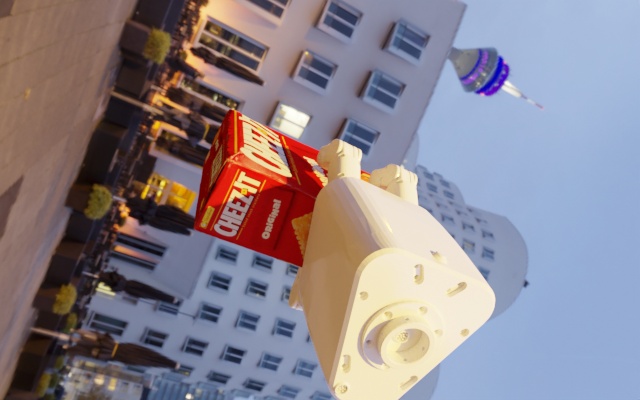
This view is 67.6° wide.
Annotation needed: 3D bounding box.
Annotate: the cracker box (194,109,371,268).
[{"bbox_3d":[0.000,0.002,0.448,0.214,0.072,0.164,23,17,-19],"label":"cracker box"}]
